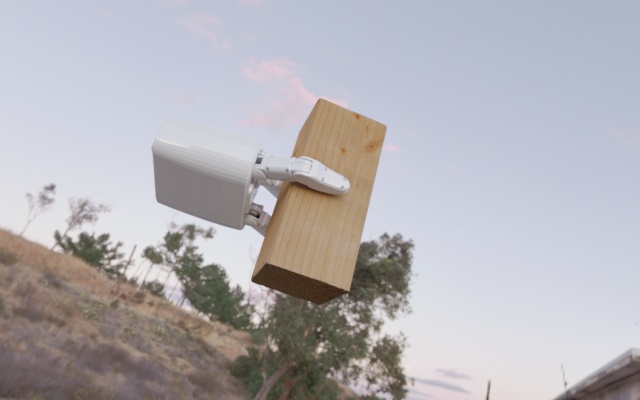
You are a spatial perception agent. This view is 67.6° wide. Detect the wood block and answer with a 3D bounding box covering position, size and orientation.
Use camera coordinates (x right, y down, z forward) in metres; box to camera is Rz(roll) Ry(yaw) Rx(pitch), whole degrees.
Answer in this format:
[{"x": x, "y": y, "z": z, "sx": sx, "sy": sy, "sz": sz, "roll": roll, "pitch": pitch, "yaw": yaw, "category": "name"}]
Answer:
[{"x": 0.000, "y": 0.001, "z": 0.546, "sx": 0.090, "sy": 0.206, "sz": 0.091, "roll": 21, "pitch": -26, "yaw": -11, "category": "wood block"}]
